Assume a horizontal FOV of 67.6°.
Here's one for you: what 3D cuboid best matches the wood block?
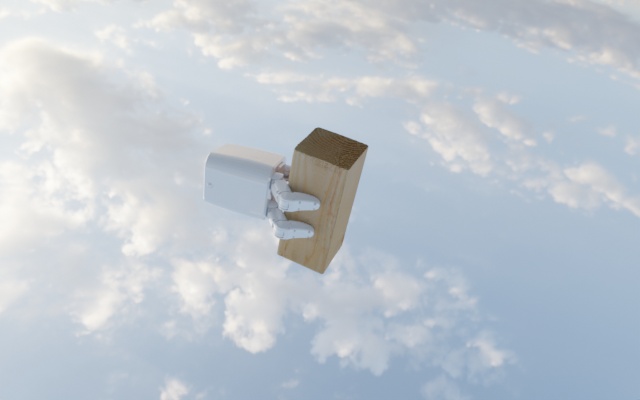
[{"bbox_3d":[0.000,0.002,0.763,0.090,0.206,0.090,22,37,13],"label":"wood block"}]
